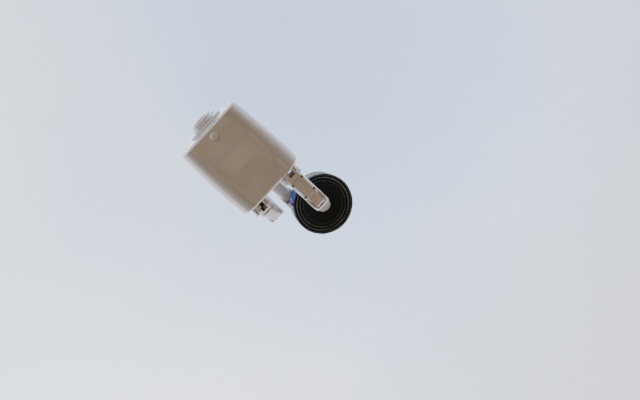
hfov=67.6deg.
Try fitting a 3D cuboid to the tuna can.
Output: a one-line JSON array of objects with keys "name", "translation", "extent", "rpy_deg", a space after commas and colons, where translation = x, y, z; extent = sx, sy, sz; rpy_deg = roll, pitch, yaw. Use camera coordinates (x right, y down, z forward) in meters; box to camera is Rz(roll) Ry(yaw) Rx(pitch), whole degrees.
[{"name": "tuna can", "translation": [0.000, 0.002, 0.680], "extent": [0.086, 0.086, 0.033], "rpy_deg": [0, 11, -15]}]
